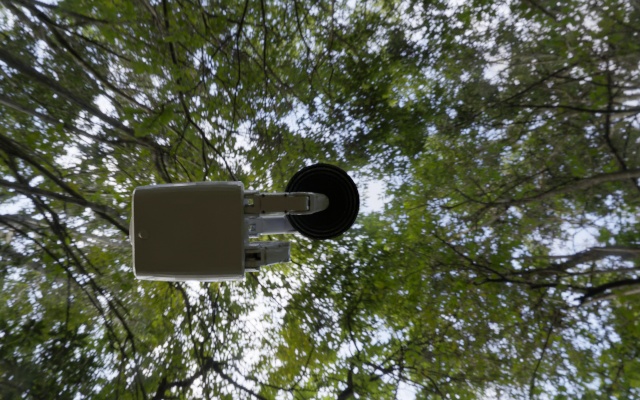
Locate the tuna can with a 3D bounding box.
[{"bbox_3d":[0.000,0.002,0.545,0.086,0.086,0.034,0,-2,-5],"label":"tuna can"}]
